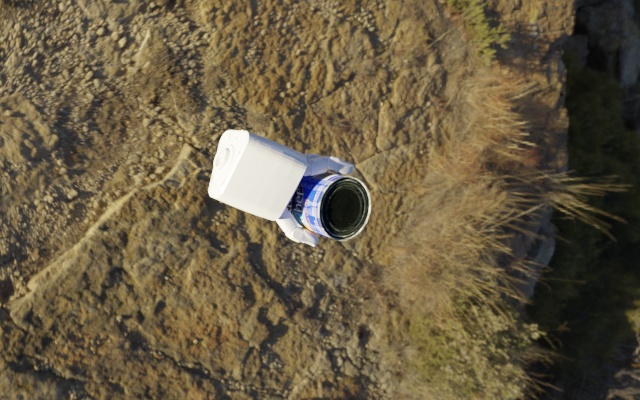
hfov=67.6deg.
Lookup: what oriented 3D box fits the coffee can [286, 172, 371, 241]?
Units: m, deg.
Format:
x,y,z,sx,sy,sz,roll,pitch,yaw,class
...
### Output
x,y,z,sx,sy,sz,roll,pitch,yaw,class
0.000,0.003,0.791,0.103,0.103,0.140,0,8,-35,coffee can
